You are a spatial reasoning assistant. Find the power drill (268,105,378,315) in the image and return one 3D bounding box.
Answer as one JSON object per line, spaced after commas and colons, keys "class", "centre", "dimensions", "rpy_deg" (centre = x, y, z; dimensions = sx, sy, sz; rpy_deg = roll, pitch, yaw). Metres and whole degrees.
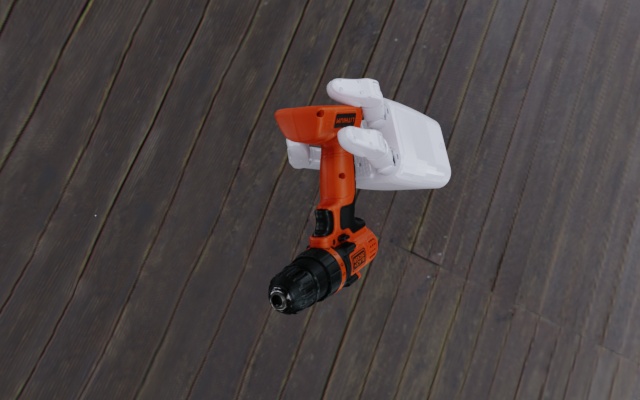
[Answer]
{"class": "power drill", "centre": [0.000, 0.001, 0.476], "dimensions": [0.057, 0.188, 0.184], "rpy_deg": [2, 12, 27]}
